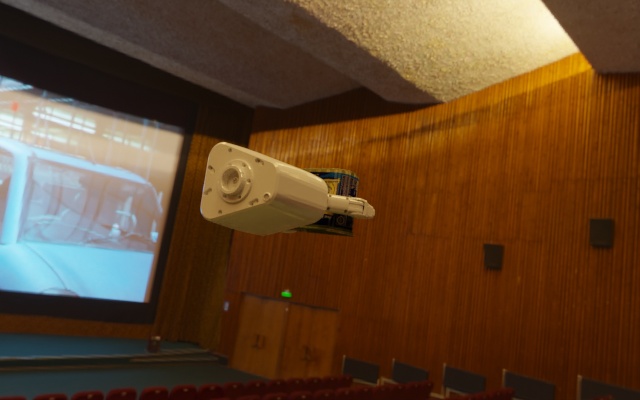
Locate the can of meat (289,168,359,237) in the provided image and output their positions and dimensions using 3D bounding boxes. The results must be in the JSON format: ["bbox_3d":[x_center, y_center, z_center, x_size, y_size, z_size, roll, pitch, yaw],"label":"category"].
[{"bbox_3d":[0.000,0.002,0.654,0.102,0.084,0.057,3,-9,34],"label":"can of meat"}]
